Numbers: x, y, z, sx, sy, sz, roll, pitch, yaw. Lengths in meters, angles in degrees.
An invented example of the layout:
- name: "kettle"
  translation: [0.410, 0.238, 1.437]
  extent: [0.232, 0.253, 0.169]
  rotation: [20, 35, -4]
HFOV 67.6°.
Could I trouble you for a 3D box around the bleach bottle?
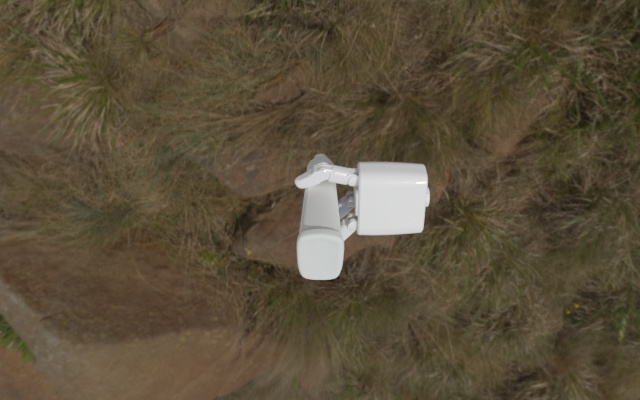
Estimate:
- name: "bleach bottle"
  translation: [0.000, 0.003, 0.776]
  extent: [0.068, 0.103, 0.250]
  rotation: [1, 42, 0]
